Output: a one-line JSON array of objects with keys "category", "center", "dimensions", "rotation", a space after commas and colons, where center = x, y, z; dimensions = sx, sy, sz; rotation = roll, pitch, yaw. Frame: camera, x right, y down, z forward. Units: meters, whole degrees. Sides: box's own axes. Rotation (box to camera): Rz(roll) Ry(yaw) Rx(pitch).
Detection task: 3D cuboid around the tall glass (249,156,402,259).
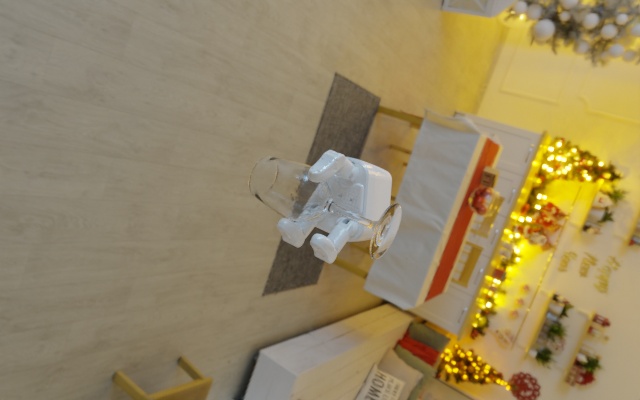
[{"category": "tall glass", "center": [0.001, 0.002, 0.624], "dimensions": [0.201, 0.079, 0.079], "rotation": [24, 11, 28]}]
